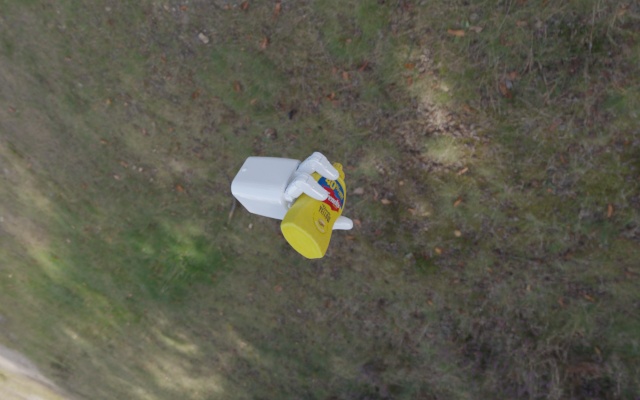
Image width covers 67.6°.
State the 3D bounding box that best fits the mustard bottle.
[{"bbox_3d":[0.000,0.003,0.858,0.058,0.191,0.096,-12,-50,39],"label":"mustard bottle"}]
